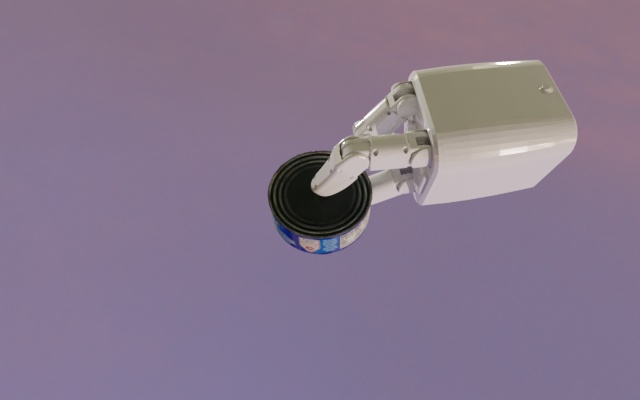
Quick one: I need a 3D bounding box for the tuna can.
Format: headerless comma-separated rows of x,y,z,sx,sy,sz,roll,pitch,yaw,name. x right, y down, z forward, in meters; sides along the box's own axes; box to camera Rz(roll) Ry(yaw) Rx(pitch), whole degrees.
0.000,0.002,0.404,0.086,0.086,0.034,0,-32,2,tuna can
